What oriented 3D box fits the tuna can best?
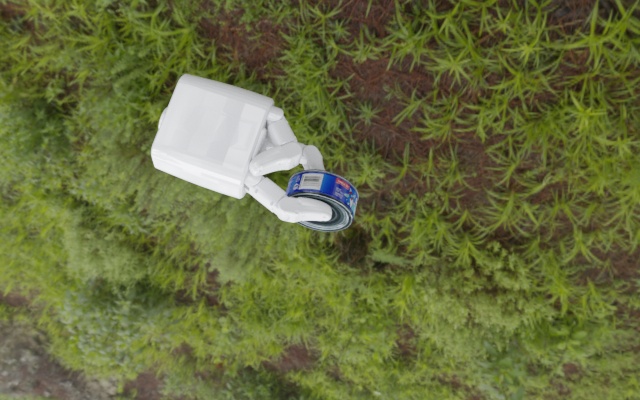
[{"bbox_3d":[0.000,0.002,0.562,0.086,0.033,0.086,11,-31,6],"label":"tuna can"}]
